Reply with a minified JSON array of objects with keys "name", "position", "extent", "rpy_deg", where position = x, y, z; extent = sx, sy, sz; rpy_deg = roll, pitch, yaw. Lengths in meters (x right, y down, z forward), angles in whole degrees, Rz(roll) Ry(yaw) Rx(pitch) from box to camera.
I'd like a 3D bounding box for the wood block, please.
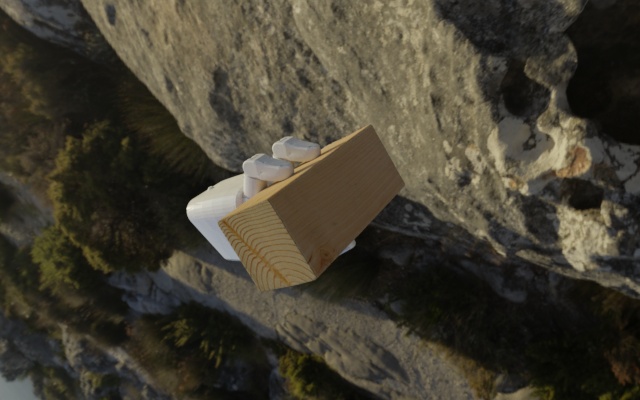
[{"name":"wood block","position":[0.000,0.002,0.538],"extent":[0.090,0.091,0.206],"rpy_deg":[-21,13,43]}]
